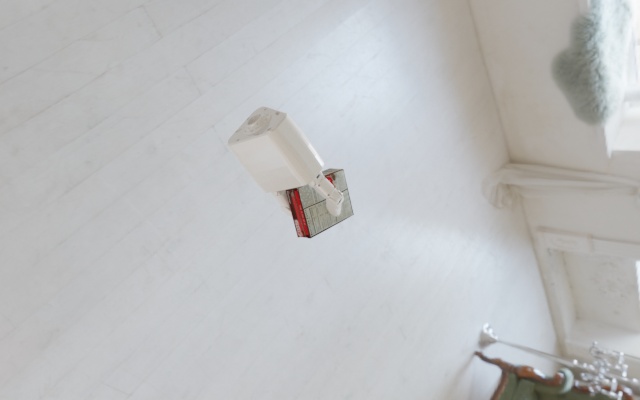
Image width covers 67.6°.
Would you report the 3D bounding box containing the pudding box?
[{"bbox_3d":[0.000,0.003,0.808,0.113,0.090,0.039,-24,19,-37],"label":"pudding box"}]
